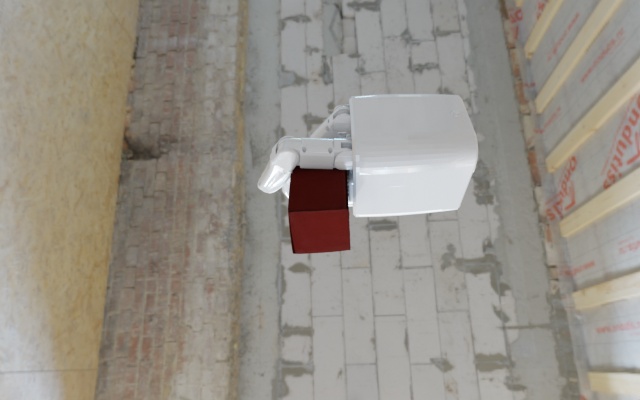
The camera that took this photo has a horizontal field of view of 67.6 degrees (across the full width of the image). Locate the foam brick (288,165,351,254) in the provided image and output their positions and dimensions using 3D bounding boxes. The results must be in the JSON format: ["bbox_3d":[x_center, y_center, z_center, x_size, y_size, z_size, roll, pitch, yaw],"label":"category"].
[{"bbox_3d":[0.000,0.002,0.426,0.051,0.053,0.078,-2,43,2],"label":"foam brick"}]
